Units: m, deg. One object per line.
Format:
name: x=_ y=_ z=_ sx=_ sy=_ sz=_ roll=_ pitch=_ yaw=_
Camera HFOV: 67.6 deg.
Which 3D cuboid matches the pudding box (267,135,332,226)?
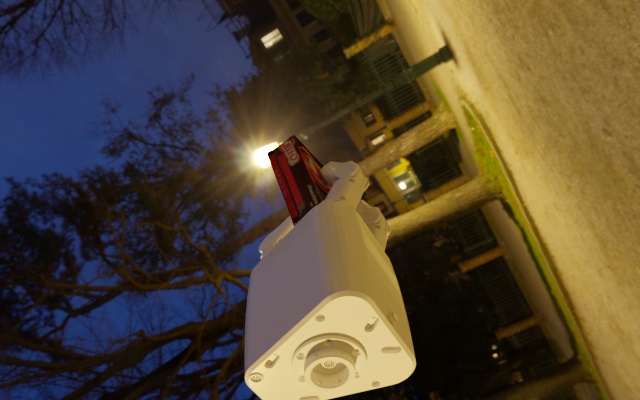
pudding box: x=0.000 y=0.002 z=0.467 sx=0.039 sy=0.090 sz=0.113 roll=-30 pitch=-35 yaw=10
